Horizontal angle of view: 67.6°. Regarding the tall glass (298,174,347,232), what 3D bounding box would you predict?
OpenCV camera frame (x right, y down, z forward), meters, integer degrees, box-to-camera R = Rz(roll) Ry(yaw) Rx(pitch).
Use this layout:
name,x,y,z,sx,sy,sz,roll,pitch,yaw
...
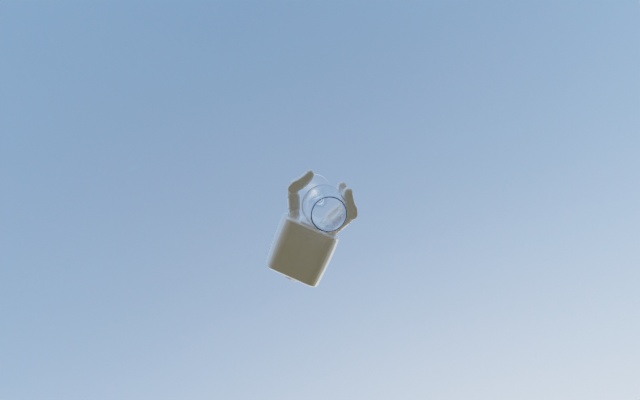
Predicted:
name,x,y,z,sx,sy,sz,roll,pitch,yaw
tall glass,0.000,0.003,0.890,0.079,0.079,0.201,0,12,-9
